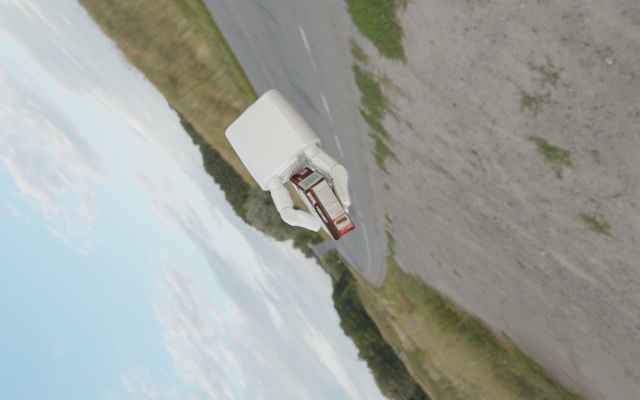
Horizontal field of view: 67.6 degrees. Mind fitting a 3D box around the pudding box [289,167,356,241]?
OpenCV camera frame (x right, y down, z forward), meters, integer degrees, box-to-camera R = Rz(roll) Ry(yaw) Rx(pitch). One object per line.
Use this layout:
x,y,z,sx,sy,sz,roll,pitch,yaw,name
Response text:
0.000,0.002,0.700,0.039,0.090,0.113,-35,17,-4,pudding box
